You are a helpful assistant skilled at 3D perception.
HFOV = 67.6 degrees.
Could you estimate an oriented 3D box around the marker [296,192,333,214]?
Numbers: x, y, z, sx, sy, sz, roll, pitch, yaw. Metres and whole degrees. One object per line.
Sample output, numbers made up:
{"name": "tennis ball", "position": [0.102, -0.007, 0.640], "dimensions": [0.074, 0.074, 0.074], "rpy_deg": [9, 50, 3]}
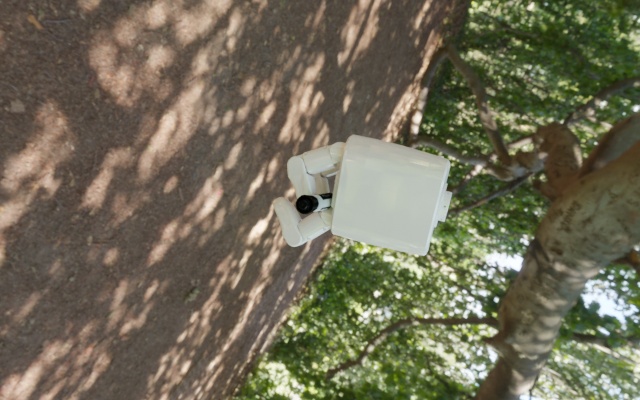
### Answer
{"name": "marker", "position": [0.000, 0.002, 0.506], "dimensions": [0.020, 0.020, 0.121], "rpy_deg": [0, 2, 16]}
